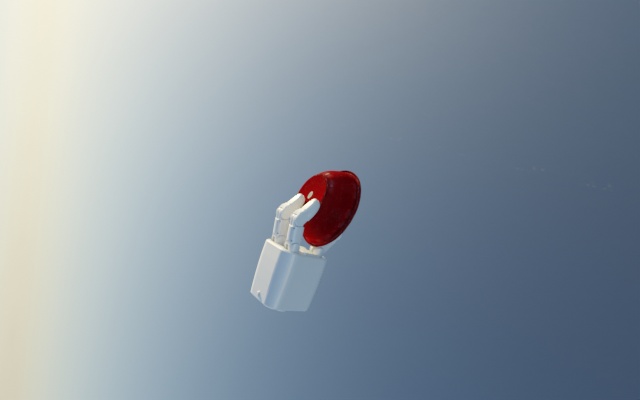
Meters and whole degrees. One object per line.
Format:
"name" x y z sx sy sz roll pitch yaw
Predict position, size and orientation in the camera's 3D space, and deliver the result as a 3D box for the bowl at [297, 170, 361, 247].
"bowl" 0.000 0.002 0.899 0.055 0.162 0.162 31 -18 -32
